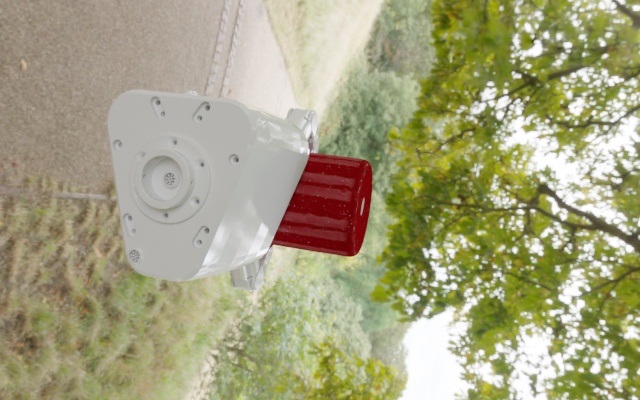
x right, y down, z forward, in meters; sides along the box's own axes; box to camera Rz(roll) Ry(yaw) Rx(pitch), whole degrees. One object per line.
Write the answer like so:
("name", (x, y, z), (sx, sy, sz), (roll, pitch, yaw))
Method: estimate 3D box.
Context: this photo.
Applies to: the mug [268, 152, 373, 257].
("mug", (0.001, 0.001, 0.414), (0.081, 0.093, 0.117), (8, 4, 13))
